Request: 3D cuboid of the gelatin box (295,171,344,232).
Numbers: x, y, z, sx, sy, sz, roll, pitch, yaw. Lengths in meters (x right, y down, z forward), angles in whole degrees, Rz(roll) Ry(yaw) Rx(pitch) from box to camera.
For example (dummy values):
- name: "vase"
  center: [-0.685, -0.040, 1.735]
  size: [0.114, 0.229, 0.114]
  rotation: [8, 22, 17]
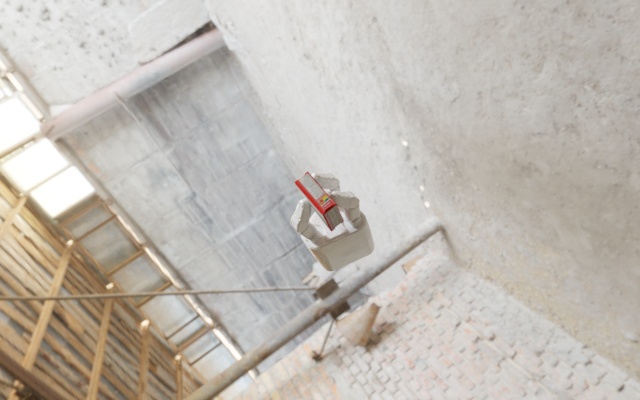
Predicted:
- name: "gelatin box"
  center: [0.000, 0.003, 0.756]
  size: [0.030, 0.073, 0.089]
  rotation: [-39, -23, -4]
